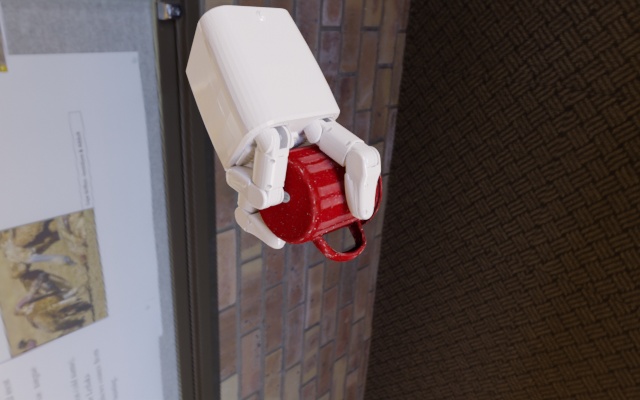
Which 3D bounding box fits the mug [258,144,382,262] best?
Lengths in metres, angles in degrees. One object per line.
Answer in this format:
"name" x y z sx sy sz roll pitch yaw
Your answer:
"mug" 0.000 0.003 0.433 0.081 0.117 0.093 -19 -9 -44
